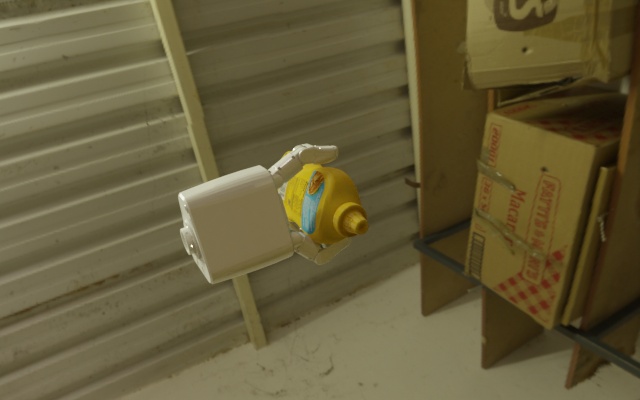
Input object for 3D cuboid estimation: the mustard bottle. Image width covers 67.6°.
[{"bbox_3d":[0.000,0.002,0.613,0.058,0.096,0.191,6,14,-32],"label":"mustard bottle"}]
